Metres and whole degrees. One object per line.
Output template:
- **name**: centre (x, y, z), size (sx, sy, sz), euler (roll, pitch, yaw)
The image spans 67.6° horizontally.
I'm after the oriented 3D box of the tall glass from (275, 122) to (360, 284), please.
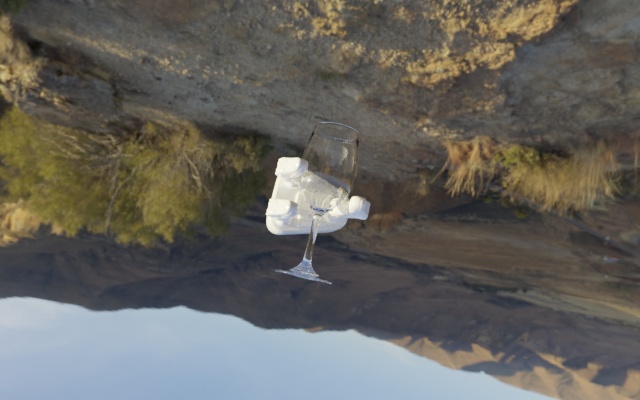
- **tall glass**: centre (0.000, 0.003, 0.622), size (0.079, 0.201, 0.079), euler (13, -10, 2)
